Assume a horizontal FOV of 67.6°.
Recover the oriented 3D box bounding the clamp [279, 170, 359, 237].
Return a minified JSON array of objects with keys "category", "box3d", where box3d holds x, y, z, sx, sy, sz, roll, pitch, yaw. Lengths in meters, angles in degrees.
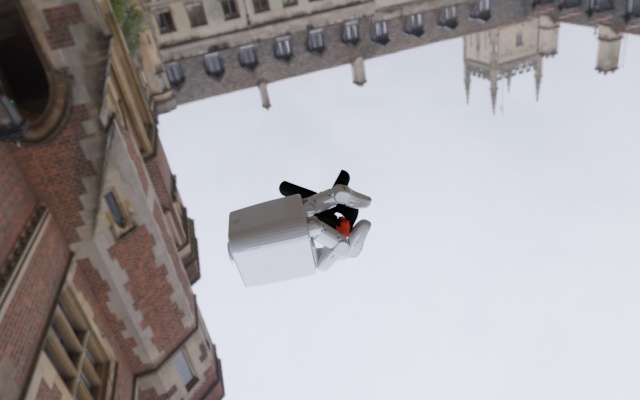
[{"category":"clamp","box3d":[0.000,0.003,0.735,0.120,0.039,0.171,-12,28,-2]}]
